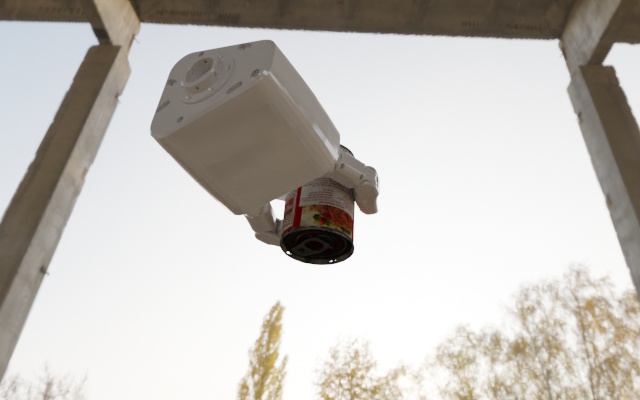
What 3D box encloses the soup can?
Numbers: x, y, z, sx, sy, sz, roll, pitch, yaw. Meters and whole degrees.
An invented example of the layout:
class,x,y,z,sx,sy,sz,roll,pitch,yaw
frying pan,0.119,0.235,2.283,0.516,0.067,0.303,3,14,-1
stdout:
class,x,y,z,sx,sy,sz,roll,pitch,yaw
soup can,0.000,0.001,0.459,0.068,0.102,0.069,3,-34,2
